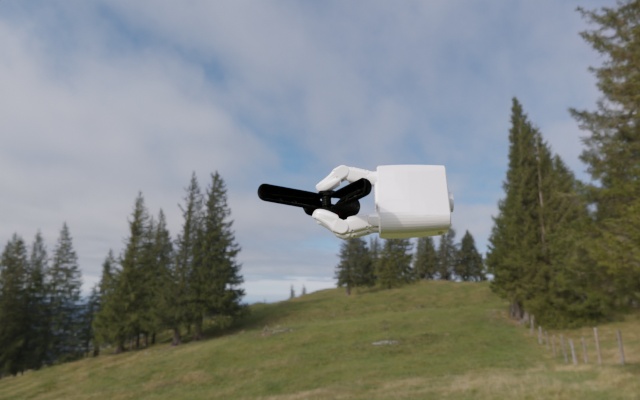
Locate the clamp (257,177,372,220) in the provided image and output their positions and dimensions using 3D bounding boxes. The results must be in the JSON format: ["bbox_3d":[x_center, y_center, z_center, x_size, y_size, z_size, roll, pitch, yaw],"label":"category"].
[{"bbox_3d":[0.000,0.002,0.754,0.164,0.036,0.210,0,-12,7],"label":"clamp"}]
